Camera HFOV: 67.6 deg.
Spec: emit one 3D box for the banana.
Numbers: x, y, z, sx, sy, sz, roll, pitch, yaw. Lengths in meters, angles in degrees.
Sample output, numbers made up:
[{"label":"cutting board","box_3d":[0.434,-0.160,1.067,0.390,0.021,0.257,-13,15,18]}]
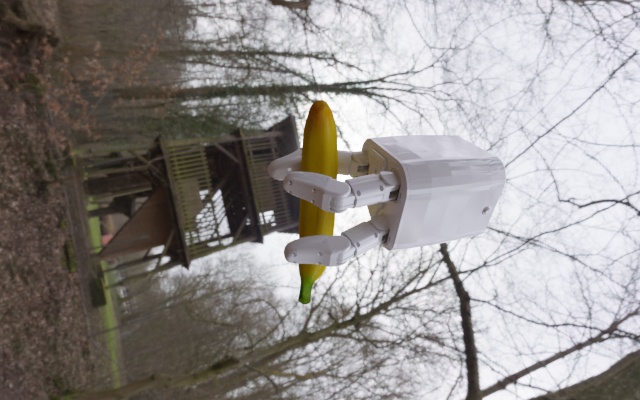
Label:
[{"label":"banana","box_3d":[-0.002,-0.001,0.468,0.037,0.198,0.069,1,18,-5]}]
